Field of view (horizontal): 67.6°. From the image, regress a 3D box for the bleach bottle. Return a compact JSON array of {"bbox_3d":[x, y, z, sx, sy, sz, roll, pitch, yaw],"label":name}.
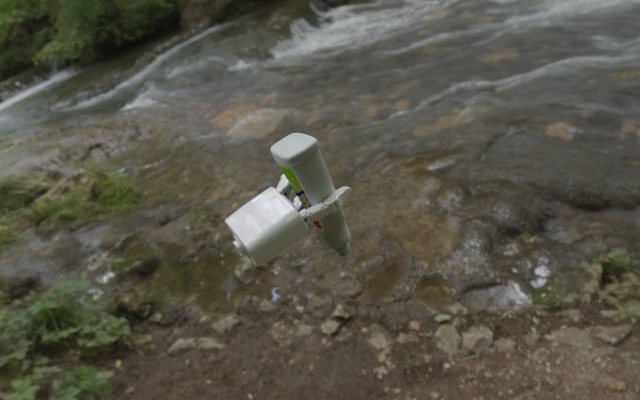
[{"bbox_3d":[0.000,0.003,0.865,0.068,0.251,0.102,-35,29,-15],"label":"bleach bottle"}]
